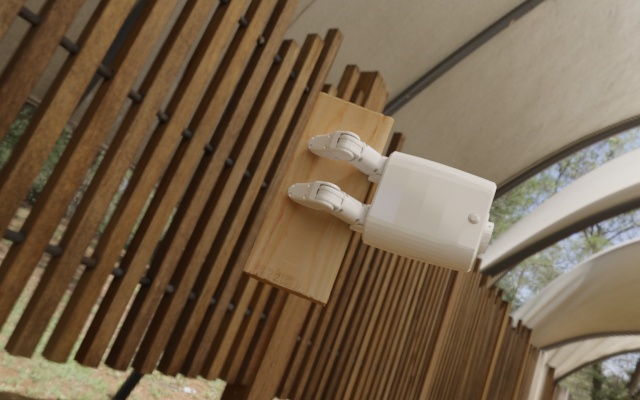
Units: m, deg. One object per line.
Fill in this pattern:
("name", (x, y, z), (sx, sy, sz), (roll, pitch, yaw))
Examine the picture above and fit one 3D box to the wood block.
("wood block", (0.001, 0.002, 0.527), (0.090, 0.206, 0.091), (21, -14, 4))
